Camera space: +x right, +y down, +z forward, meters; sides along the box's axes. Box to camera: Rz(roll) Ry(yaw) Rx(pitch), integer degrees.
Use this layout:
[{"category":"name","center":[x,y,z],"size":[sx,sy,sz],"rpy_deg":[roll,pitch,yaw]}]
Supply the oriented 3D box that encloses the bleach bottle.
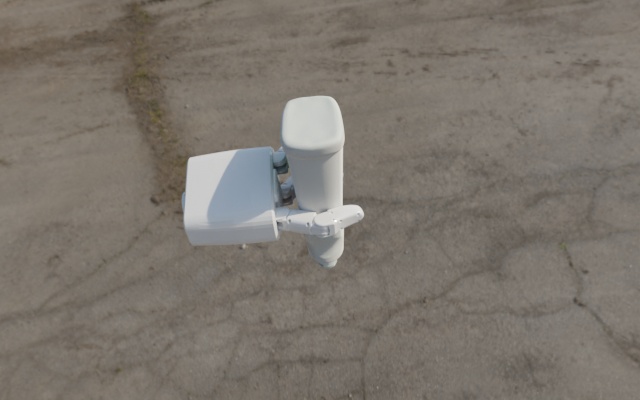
[{"category":"bleach bottle","center":[0.000,0.002,0.598],"size":[0.068,0.251,0.102],"rpy_deg":[-5,43,2]}]
